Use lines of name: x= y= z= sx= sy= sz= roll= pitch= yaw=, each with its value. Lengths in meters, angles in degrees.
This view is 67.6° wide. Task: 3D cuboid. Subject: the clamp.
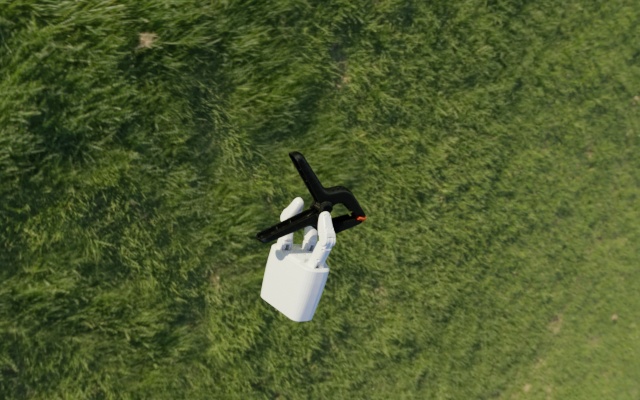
clamp: x=0.001 y=0.003 z=0.837 sx=0.210 sy=0.164 sz=0.036 roll=6 pitch=21 yaw=-35
